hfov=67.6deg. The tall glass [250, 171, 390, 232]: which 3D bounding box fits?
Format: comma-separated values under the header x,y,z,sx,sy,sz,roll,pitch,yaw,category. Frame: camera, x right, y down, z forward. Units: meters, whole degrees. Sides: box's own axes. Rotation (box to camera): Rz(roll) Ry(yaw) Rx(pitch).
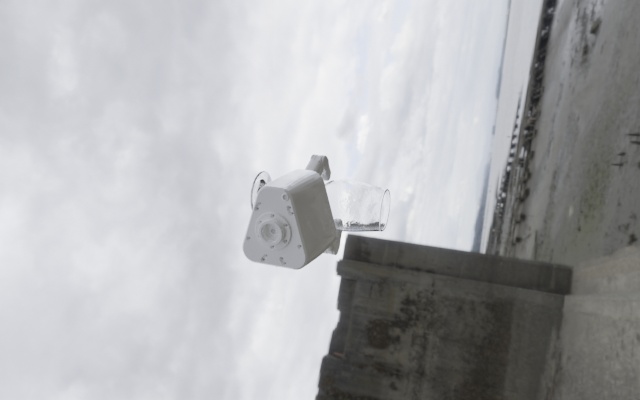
x,y,z,sx,sy,sz,roll,pitch,yaw,category
0.000,0.002,0.719,0.201,0.079,0.079,7,2,19,tall glass
